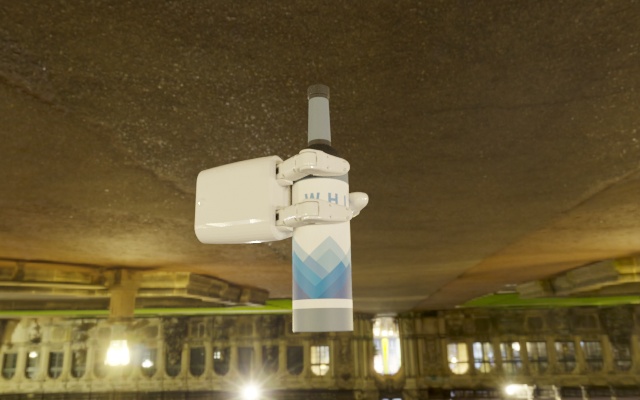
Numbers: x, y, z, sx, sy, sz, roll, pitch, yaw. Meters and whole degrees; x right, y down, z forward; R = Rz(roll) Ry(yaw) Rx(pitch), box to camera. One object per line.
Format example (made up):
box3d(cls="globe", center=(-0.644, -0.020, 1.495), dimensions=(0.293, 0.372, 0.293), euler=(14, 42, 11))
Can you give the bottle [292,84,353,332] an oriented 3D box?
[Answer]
box3d(cls="bottle", center=(0.000, 0.002, 0.562), dimensions=(0.069, 0.295, 0.069), euler=(-1, -15, 0))
